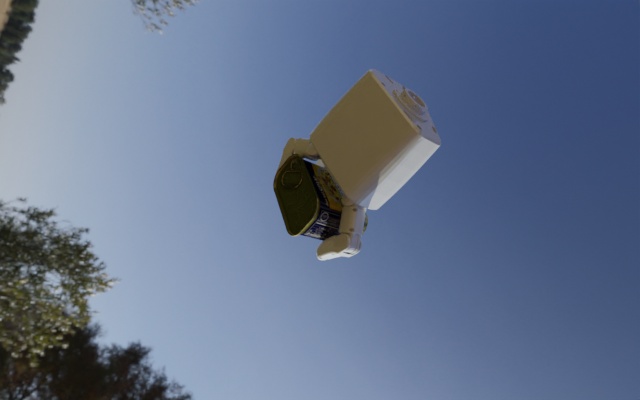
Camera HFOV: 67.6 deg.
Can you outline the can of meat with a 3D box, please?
[{"bbox_3d":[0.000,0.002,0.572,0.084,0.102,0.057,18,-54,-38],"label":"can of meat"}]
